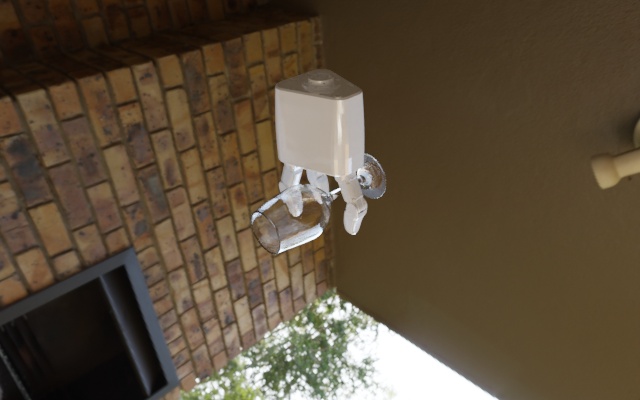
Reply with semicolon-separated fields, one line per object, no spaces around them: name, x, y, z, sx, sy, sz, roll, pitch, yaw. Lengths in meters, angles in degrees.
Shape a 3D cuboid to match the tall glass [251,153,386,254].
tall glass;0.001;0.002;0.672;0.201;0.079;0.079;-29;17;-34
